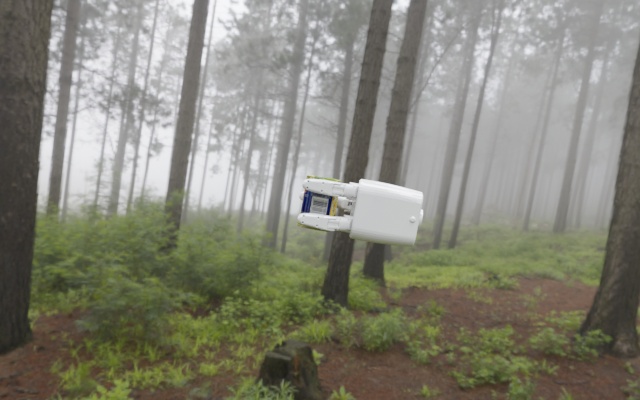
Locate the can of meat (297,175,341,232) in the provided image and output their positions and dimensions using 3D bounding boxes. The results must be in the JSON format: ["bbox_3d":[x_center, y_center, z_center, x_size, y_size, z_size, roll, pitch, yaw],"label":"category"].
[{"bbox_3d":[0.000,0.002,0.806,0.057,0.084,0.102,11,5,7],"label":"can of meat"}]
